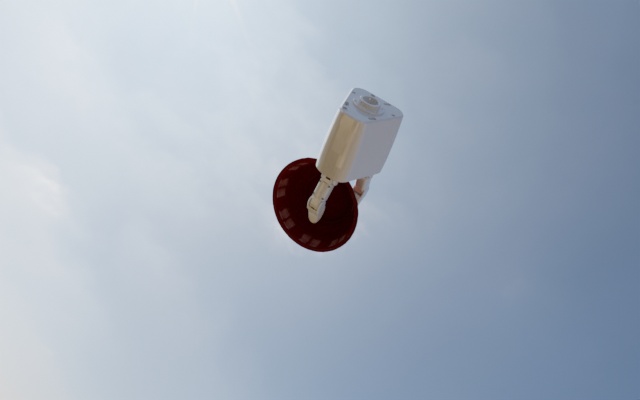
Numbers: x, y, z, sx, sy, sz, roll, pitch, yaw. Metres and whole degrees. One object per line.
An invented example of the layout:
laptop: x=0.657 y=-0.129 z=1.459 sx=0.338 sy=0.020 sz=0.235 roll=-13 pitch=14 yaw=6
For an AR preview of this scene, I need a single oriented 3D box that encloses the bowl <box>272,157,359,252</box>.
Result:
bowl: x=0.000 y=0.003 z=0.804 sx=0.162 sy=0.162 sz=0.055 roll=0 pitch=15 yaw=30
